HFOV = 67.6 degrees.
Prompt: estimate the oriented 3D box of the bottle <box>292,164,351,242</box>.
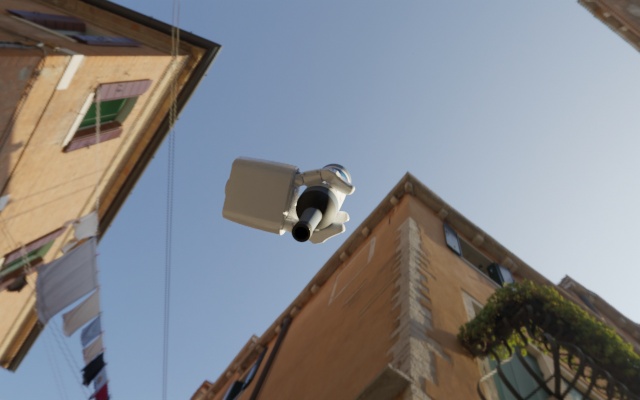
[{"bbox_3d":[0.000,0.003,0.792,0.069,0.069,0.295,0,17,11],"label":"bottle"}]
